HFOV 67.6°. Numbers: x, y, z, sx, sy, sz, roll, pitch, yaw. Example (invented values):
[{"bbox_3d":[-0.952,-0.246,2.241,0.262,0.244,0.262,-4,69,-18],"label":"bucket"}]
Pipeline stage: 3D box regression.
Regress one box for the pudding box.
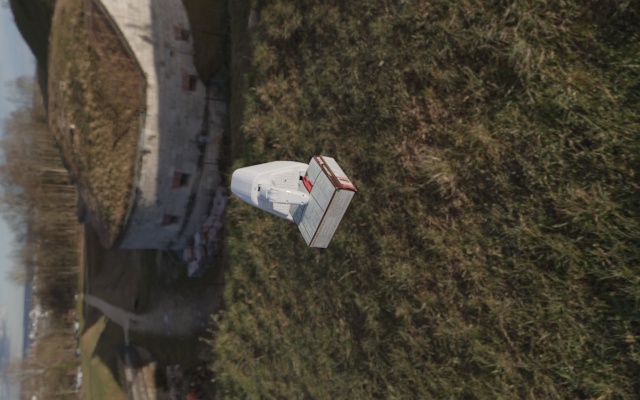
[{"bbox_3d":[0.000,0.002,0.715,0.039,0.113,0.090,4,35,-32],"label":"pudding box"}]
